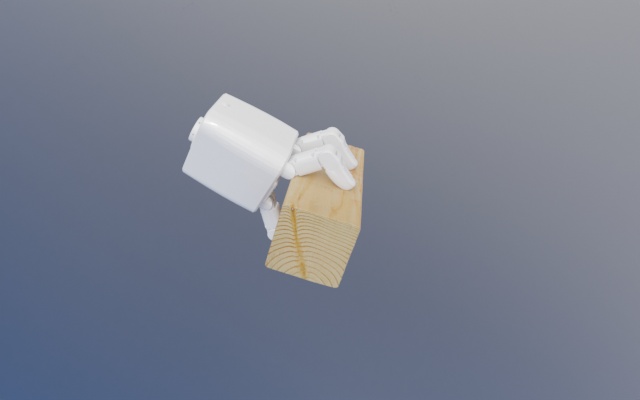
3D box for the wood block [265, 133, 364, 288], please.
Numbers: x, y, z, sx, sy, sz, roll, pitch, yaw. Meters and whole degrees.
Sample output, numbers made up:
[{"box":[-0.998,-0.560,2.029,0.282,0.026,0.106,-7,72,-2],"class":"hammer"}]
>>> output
[{"box":[0.000,0.002,0.614,0.090,0.091,0.206,17,31,-3],"class":"wood block"}]
